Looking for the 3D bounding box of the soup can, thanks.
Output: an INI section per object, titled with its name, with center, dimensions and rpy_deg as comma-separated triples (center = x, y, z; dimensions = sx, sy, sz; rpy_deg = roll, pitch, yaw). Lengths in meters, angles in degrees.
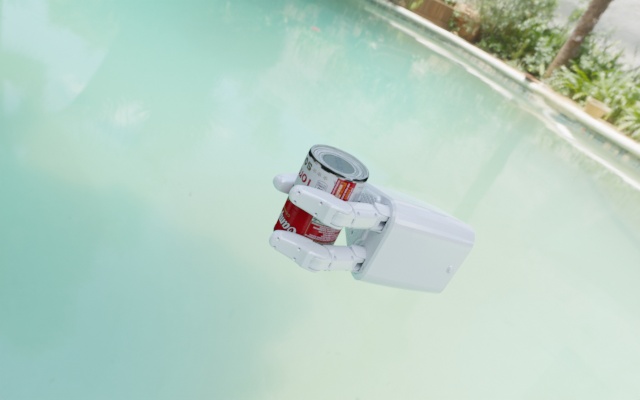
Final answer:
[soup can]
center = 0.000, 0.001, 0.498
dimensions = 0.068, 0.102, 0.068
rpy_deg = 21, 26, -11
